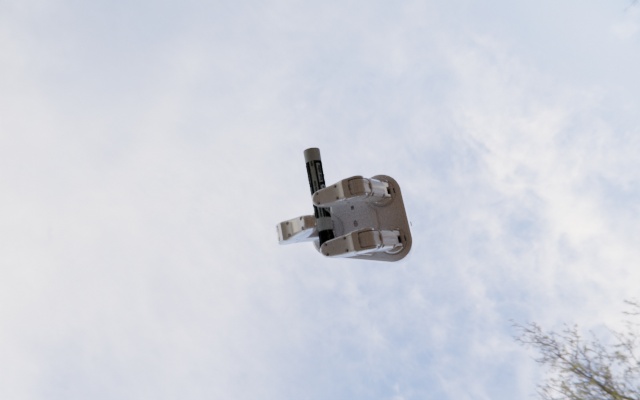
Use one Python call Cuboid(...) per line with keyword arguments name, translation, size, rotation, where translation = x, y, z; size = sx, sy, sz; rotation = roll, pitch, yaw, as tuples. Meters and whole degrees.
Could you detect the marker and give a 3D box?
Cuboid(name="marker", translation=(0.000, 0.002, 0.518), size=(0.020, 0.121, 0.020), rotation=(-10, -13, -2))
